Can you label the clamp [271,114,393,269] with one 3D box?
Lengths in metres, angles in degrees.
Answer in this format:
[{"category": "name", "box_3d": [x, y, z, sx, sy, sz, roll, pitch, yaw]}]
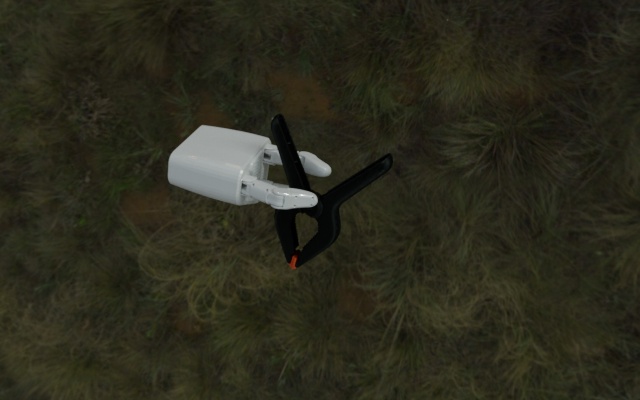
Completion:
[{"category": "clamp", "box_3d": [0.000, 0.003, 0.642, 0.164, 0.210, 0.036, 15, 23, 12]}]
